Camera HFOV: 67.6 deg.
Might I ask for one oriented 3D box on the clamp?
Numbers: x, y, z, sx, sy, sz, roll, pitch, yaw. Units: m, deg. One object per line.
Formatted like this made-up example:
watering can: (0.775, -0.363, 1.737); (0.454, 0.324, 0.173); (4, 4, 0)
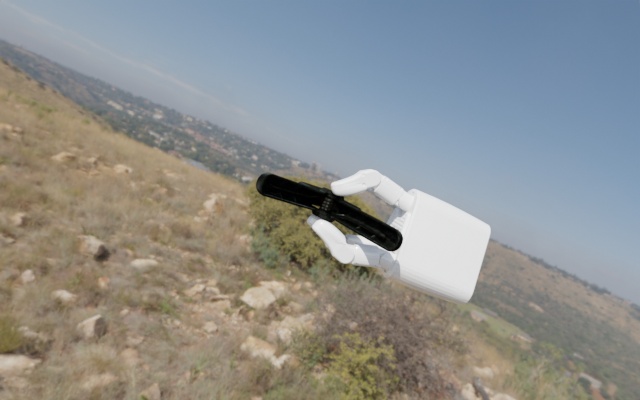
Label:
clamp: (0.001, 0.001, 0.581); (0.164, 0.036, 0.210); (25, 4, -9)
